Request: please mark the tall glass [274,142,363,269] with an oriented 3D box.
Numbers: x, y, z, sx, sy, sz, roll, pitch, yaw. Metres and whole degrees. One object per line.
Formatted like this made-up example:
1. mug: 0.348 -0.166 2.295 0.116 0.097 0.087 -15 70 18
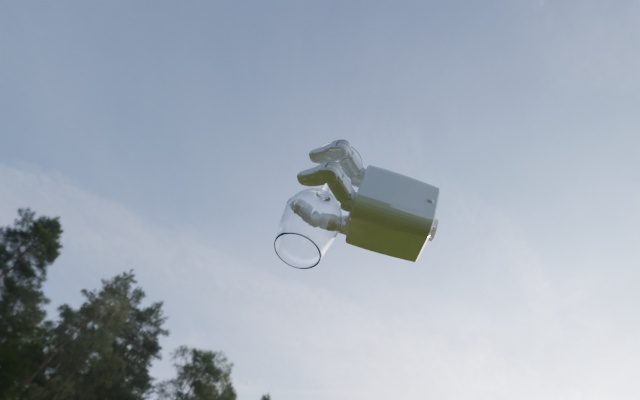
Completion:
1. tall glass: 0.000 0.002 0.659 0.079 0.079 0.201 0 38 22
